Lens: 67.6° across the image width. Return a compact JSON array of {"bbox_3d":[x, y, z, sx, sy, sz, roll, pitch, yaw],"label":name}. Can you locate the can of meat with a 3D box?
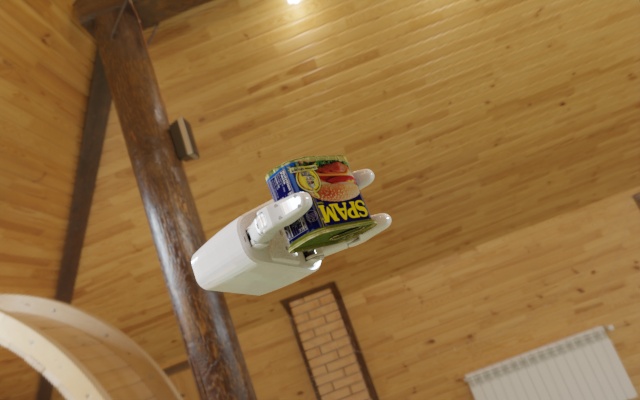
[{"bbox_3d":[0.000,0.001,0.501,0.102,0.084,0.057,-7,-21,-45],"label":"can of meat"}]
